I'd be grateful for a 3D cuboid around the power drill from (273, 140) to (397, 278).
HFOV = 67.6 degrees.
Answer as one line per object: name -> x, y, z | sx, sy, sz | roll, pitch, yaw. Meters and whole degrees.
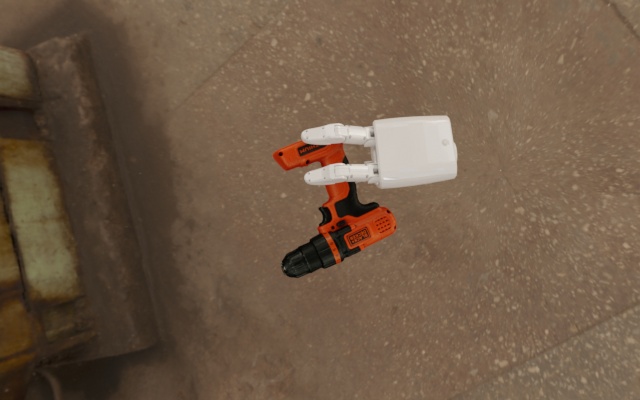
power drill -> 0.000, 0.002, 0.703 | 0.184, 0.187, 0.057 | -25, 6, -12
